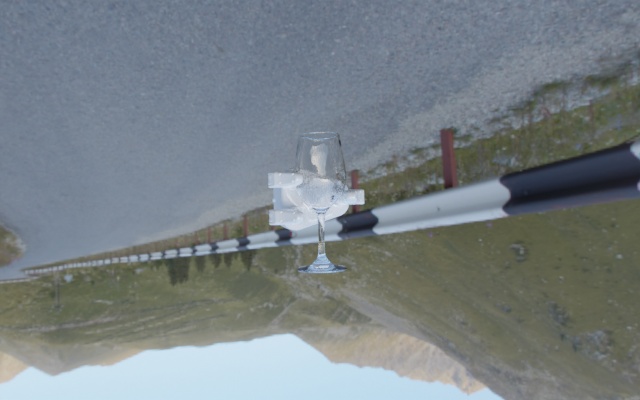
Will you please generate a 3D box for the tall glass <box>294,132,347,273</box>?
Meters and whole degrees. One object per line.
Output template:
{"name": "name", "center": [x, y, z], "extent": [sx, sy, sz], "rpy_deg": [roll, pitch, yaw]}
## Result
{"name": "tall glass", "center": [0.000, 0.003, 0.708], "extent": [0.079, 0.201, 0.079], "rpy_deg": [-1, 0, 0]}
